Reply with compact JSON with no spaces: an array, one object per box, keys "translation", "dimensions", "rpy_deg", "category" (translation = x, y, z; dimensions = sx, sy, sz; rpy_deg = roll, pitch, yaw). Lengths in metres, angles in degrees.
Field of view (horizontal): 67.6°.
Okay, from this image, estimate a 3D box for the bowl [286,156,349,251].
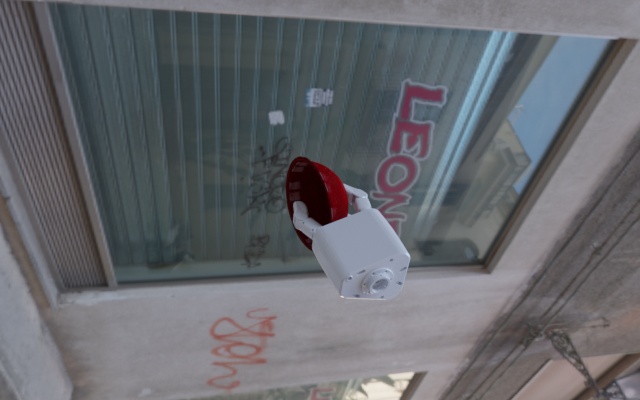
[{"translation":[0.000,0.002,0.800],"dimensions":[0.055,0.162,0.162],"rpy_deg":[-13,6,-28],"category":"bowl"}]
